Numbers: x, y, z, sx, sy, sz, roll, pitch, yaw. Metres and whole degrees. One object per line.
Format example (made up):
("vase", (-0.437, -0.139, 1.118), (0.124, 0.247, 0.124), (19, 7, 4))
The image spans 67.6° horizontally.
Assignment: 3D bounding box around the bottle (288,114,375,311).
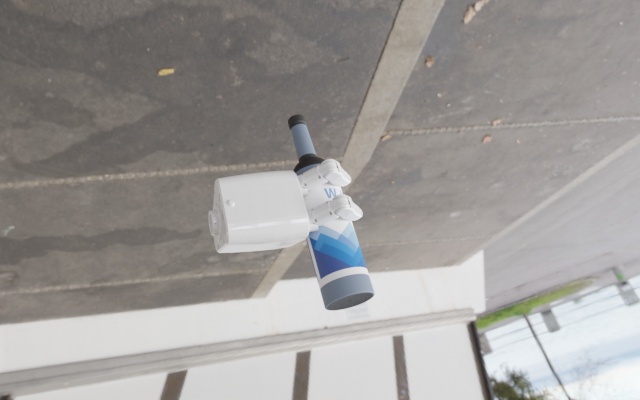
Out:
("bottle", (0.000, 0.002, 0.672), (0.069, 0.295, 0.069), (-13, -26, -7))
